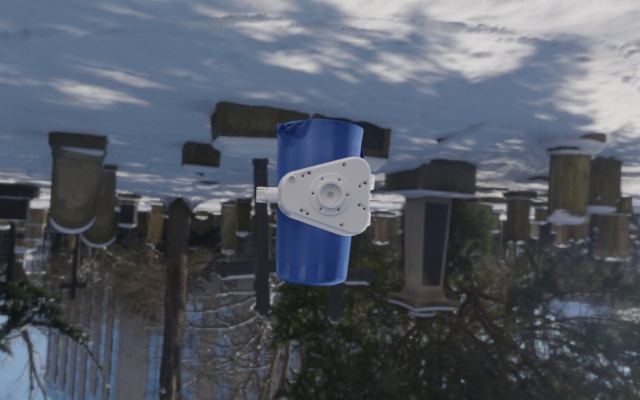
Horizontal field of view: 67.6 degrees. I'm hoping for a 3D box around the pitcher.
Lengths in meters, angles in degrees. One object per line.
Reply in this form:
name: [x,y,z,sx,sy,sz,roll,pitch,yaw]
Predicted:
pitcher: [0.000,0.002,0.738,0.149,0.243,0.145,4,-1,-5]
